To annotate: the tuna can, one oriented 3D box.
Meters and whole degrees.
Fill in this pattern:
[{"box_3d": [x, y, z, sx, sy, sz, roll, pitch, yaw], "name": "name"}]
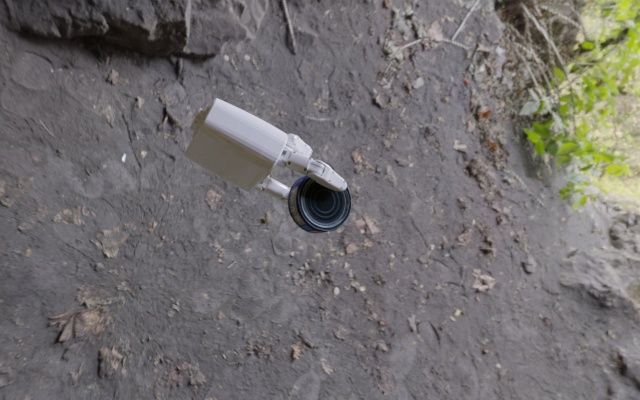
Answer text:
[{"box_3d": [0.000, 0.002, 0.663, 0.086, 0.086, 0.034, 0, -6, -27], "name": "tuna can"}]
